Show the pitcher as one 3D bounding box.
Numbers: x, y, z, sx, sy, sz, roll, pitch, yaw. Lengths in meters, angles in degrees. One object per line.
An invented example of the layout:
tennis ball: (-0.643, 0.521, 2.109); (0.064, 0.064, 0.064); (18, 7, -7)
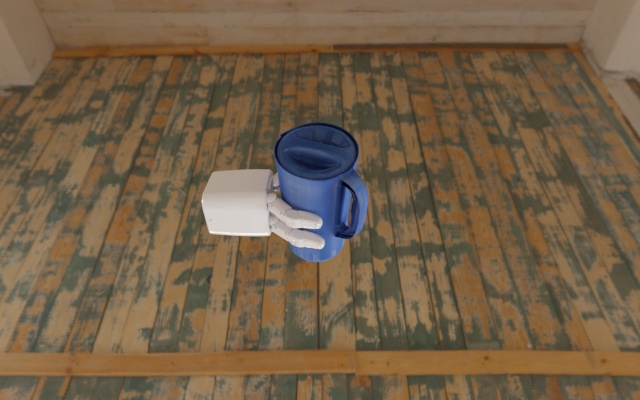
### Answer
pitcher: (0.000, 0.003, 0.821); (0.145, 0.149, 0.243); (0, -42, 0)
